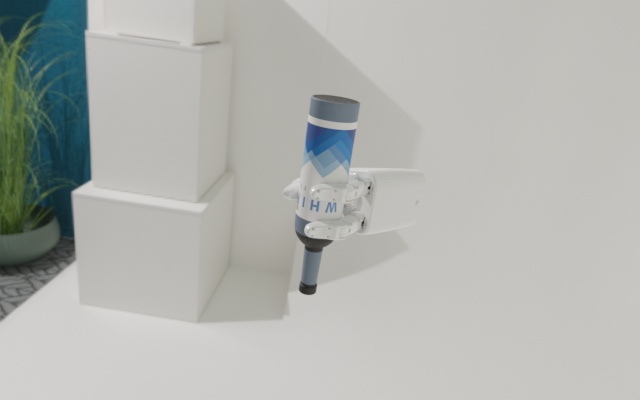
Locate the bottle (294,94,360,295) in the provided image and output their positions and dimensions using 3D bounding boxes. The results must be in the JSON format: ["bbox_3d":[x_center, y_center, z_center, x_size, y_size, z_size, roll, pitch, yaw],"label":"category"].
[{"bbox_3d":[0.000,0.002,0.684,0.069,0.296,0.069,7,20,-3],"label":"bottle"}]
